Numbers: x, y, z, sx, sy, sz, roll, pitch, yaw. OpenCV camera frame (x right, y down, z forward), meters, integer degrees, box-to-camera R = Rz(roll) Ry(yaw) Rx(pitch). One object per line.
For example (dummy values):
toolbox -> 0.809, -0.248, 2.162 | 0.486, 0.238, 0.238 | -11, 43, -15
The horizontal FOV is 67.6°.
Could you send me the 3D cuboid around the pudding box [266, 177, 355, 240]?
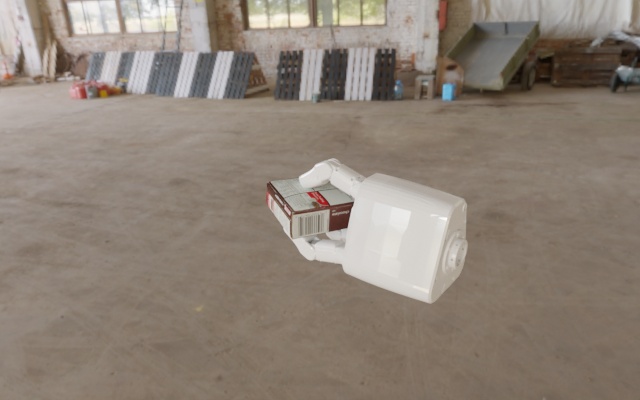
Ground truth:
pudding box -> 0.000, 0.002, 0.590 | 0.113, 0.039, 0.090 | -8, 28, -23
